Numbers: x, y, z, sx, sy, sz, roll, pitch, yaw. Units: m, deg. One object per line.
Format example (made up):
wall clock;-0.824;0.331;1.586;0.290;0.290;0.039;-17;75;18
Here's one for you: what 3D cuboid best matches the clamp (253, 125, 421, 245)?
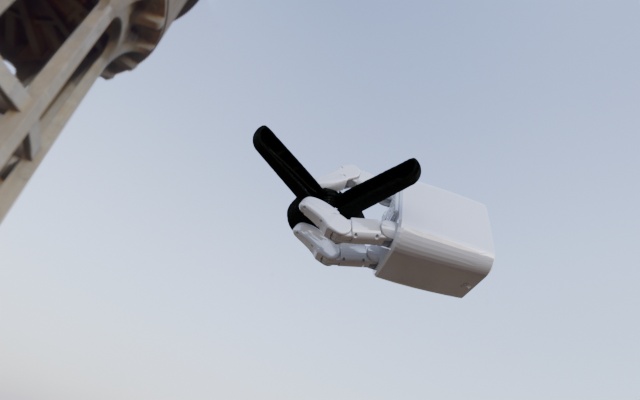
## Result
clamp;0.000;0.001;0.529;0.164;0.036;0.210;18;-35;0
